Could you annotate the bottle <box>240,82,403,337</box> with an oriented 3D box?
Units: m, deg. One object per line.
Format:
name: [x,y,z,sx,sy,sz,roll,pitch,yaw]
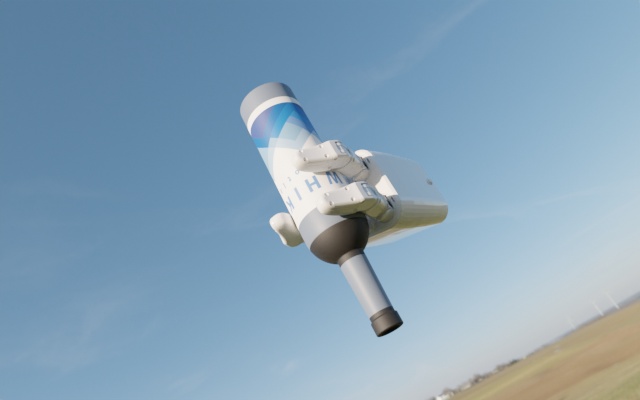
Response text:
bottle: [0.000,0.001,0.496,0.069,0.295,0.069,-23,-27,-12]
